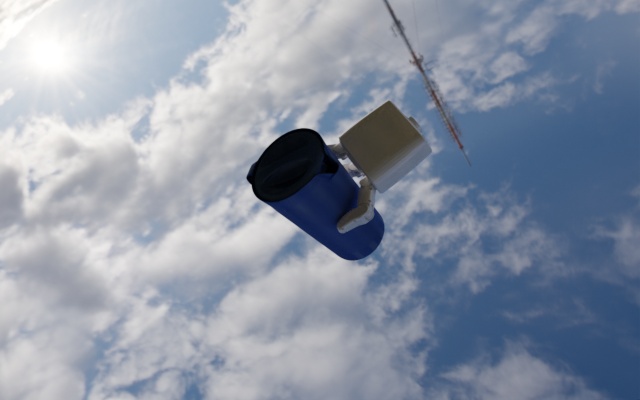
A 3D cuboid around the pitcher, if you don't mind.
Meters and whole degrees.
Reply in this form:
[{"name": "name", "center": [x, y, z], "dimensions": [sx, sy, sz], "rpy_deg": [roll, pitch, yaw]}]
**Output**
[{"name": "pitcher", "center": [0.000, 0.003, 0.794], "dimensions": [0.243, 0.145, 0.149], "rpy_deg": [45, 10, -43]}]
